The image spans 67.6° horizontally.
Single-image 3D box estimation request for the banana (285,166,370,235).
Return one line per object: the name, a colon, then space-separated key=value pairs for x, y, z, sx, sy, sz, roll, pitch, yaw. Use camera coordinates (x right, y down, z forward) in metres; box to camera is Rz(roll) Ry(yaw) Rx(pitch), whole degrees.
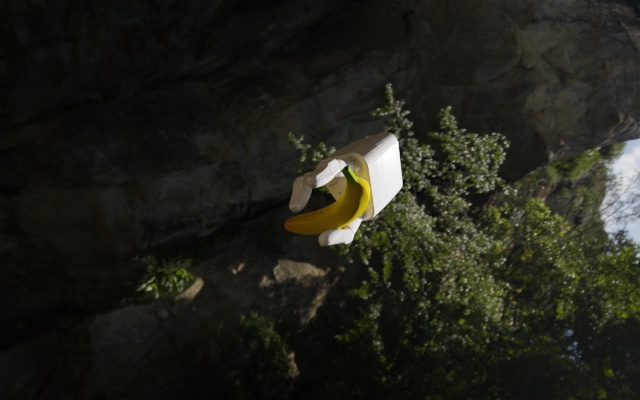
banana: x=0.016 y=0.012 z=0.690 sx=0.069 sy=0.037 sz=0.198 roll=37 pitch=-39 yaw=-8
